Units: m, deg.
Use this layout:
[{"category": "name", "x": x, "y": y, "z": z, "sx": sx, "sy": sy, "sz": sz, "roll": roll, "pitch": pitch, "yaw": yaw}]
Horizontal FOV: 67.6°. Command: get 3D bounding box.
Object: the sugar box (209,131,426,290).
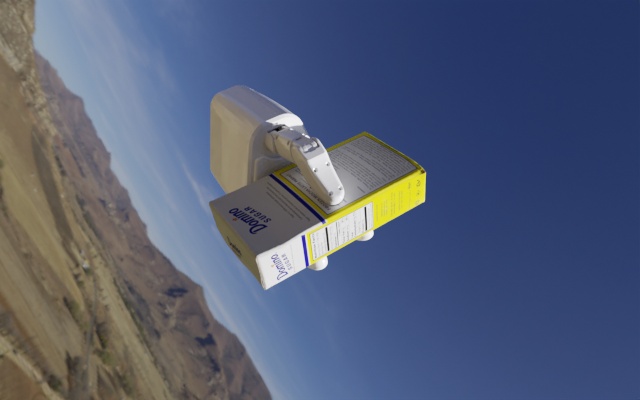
[{"category": "sugar box", "x": 0.000, "y": 0.002, "z": 0.434, "sx": 0.176, "sy": 0.048, "sz": 0.093, "roll": -28, "pitch": 42, "yaw": -21}]
